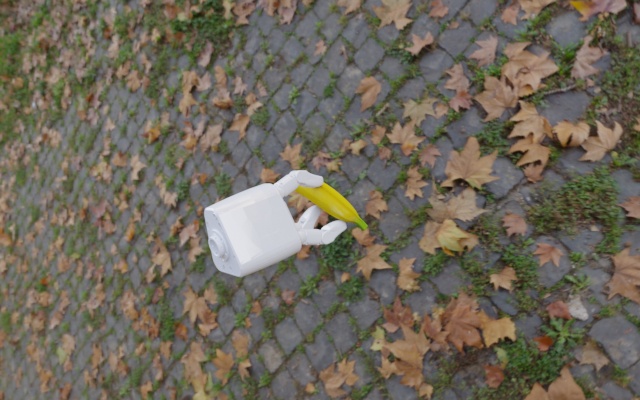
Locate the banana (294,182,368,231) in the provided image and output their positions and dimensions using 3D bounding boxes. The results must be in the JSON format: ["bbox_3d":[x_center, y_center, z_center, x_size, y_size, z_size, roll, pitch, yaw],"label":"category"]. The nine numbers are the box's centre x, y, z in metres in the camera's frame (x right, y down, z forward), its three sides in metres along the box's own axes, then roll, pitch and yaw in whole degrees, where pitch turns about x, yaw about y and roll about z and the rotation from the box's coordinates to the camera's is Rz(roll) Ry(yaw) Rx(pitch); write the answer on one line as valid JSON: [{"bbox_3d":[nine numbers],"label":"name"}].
[{"bbox_3d":[-0.004,-0.008,0.820,0.197,0.037,0.070,35,-20,41],"label":"banana"}]
